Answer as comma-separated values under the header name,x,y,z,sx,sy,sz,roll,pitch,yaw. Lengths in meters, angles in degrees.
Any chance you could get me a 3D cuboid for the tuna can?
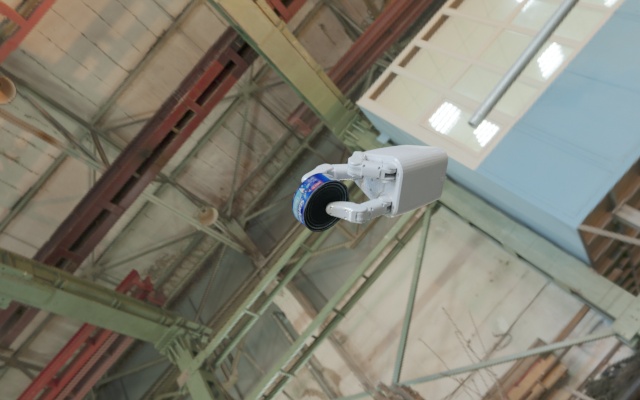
name,x,y,z,sx,sy,sz,roll,pitch,yaw
tuna can,0.000,0.002,0.715,0.086,0.086,0.033,0,27,-43
